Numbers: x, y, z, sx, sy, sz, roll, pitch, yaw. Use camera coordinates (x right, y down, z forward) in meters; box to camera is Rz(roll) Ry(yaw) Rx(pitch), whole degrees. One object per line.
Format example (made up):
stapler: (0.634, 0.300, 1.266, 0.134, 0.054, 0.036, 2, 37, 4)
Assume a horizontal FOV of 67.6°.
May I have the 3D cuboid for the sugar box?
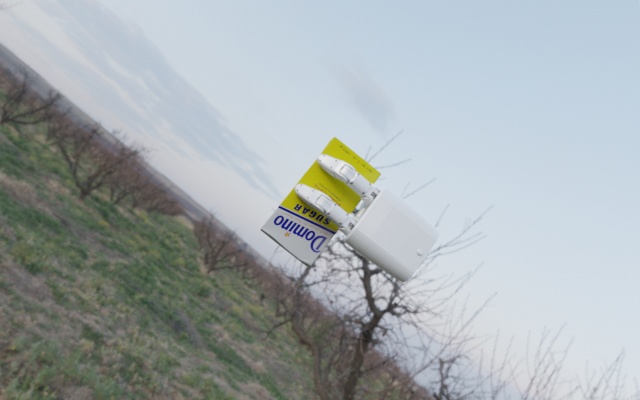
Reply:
sugar box: (0.000, 0.002, 0.711, 0.093, 0.176, 0.048, 38, -11, -3)
